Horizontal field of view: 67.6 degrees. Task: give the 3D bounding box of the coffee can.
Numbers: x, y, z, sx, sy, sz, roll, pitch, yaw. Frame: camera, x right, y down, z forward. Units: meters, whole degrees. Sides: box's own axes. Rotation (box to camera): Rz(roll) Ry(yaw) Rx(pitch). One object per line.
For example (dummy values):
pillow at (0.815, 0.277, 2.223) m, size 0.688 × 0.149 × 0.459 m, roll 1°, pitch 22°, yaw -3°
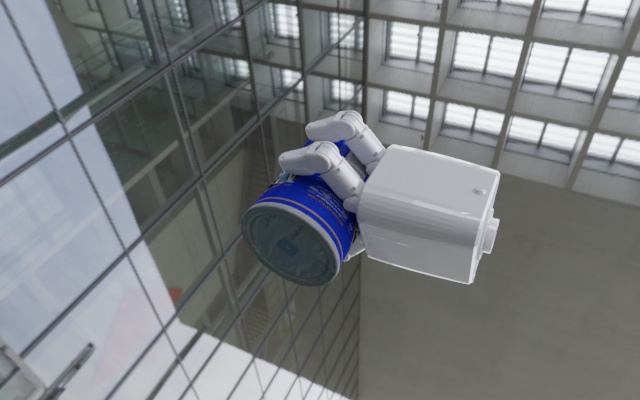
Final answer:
coffee can at (0.000, 0.002, 0.488) m, size 0.103 × 0.103 × 0.140 m, roll 0°, pitch 39°, yaw 35°
